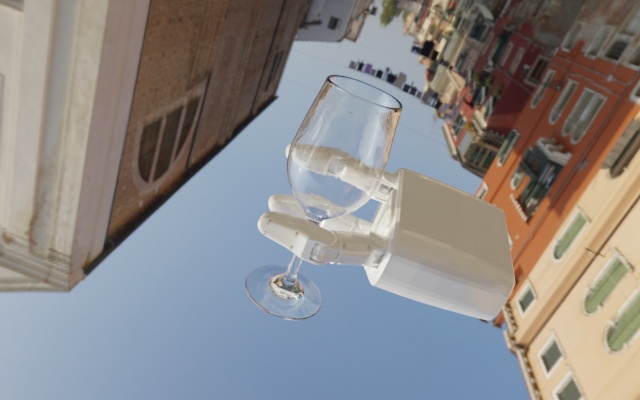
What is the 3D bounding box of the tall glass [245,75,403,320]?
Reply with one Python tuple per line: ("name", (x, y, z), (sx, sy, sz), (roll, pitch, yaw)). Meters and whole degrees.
("tall glass", (0.000, 0.002, 0.401), (0.079, 0.201, 0.079), (17, 26, -9))
